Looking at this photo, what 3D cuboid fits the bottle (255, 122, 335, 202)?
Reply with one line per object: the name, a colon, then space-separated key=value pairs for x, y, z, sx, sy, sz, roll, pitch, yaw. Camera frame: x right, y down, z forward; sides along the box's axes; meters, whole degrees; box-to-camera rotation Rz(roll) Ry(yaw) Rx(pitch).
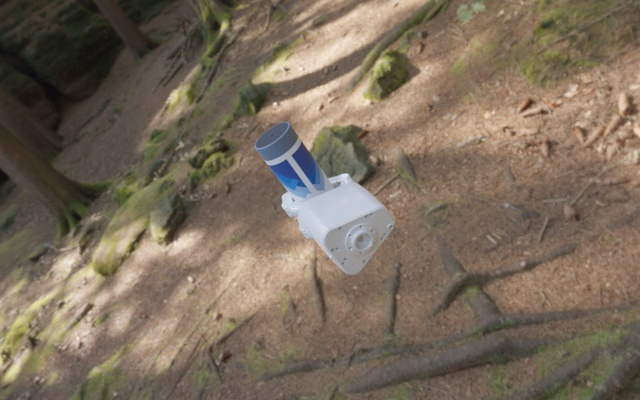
bottle: x=0.000 y=0.002 z=0.816 sx=0.069 sy=0.296 sz=0.069 roll=-27 pitch=30 yaw=17
